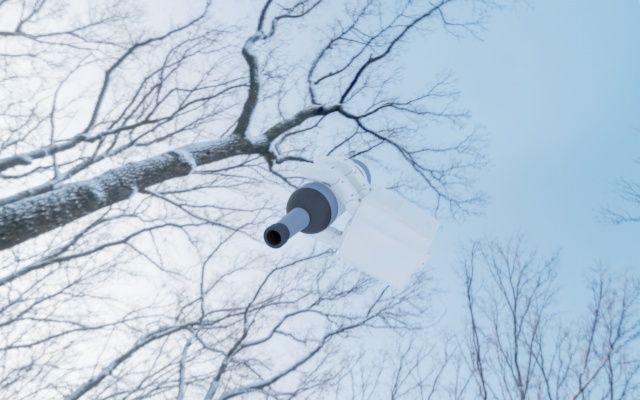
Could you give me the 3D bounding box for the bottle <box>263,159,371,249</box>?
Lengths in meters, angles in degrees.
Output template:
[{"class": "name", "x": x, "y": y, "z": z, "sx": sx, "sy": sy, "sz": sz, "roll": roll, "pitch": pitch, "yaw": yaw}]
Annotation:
[{"class": "bottle", "x": 0.000, "y": 0.002, "z": 0.672, "sx": 0.069, "sy": 0.069, "sz": 0.295, "roll": 0, "pitch": 16, "yaw": 22}]
